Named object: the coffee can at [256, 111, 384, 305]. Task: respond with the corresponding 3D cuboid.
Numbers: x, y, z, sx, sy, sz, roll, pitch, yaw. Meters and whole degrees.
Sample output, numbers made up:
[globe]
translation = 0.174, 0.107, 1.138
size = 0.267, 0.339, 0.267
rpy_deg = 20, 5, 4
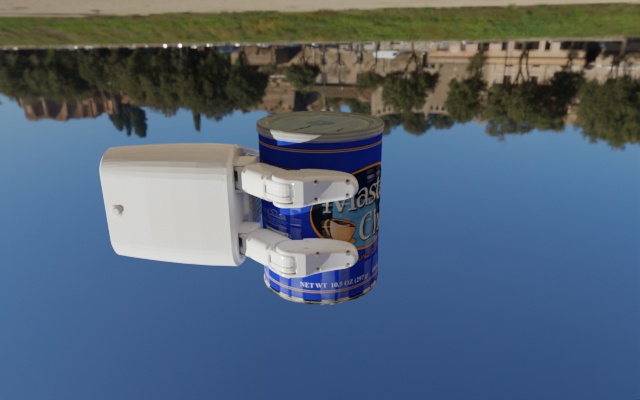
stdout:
[coffee can]
translation = 0.000, 0.001, 0.408
size = 0.103, 0.140, 0.102
rpy_deg = 0, 20, 0
